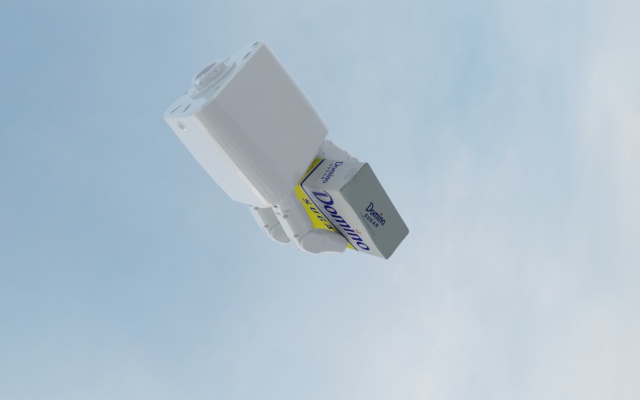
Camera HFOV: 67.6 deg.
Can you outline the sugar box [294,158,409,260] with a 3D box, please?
[{"bbox_3d":[0.000,0.002,0.500,0.048,0.093,0.176,-47,30,-20],"label":"sugar box"}]
